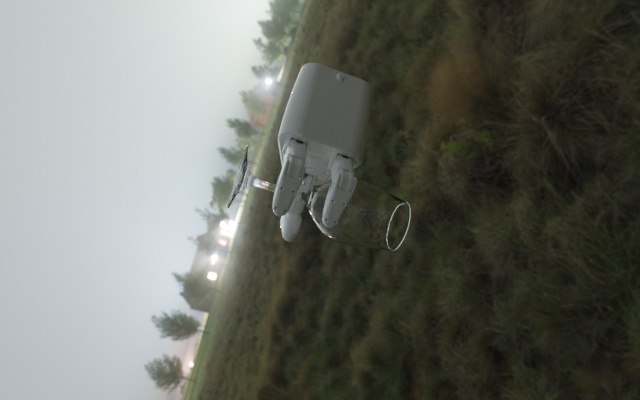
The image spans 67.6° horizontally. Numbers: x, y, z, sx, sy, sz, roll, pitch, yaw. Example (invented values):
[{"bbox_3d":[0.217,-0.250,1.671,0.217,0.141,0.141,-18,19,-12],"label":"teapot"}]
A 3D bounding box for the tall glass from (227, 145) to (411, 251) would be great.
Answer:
[{"bbox_3d":[-0.001,0.002,0.552,0.201,0.079,0.079,18,-3,-10],"label":"tall glass"}]
